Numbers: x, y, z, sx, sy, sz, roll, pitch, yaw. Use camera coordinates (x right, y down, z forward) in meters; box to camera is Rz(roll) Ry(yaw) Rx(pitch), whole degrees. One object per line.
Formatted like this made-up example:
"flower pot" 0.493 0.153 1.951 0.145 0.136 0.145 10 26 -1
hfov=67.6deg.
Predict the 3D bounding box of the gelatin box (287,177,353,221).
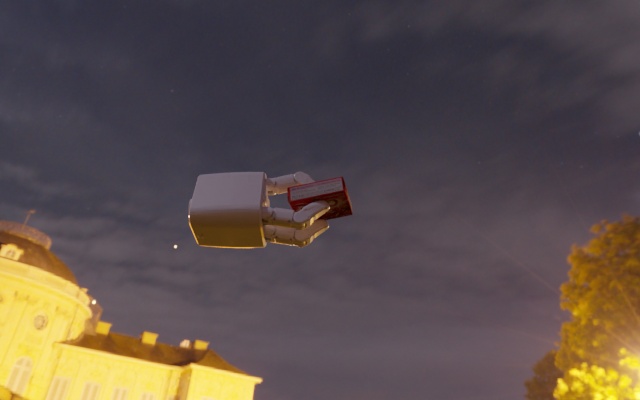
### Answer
"gelatin box" 0.000 0.002 0.738 0.089 0.030 0.073 -12 -34 7
